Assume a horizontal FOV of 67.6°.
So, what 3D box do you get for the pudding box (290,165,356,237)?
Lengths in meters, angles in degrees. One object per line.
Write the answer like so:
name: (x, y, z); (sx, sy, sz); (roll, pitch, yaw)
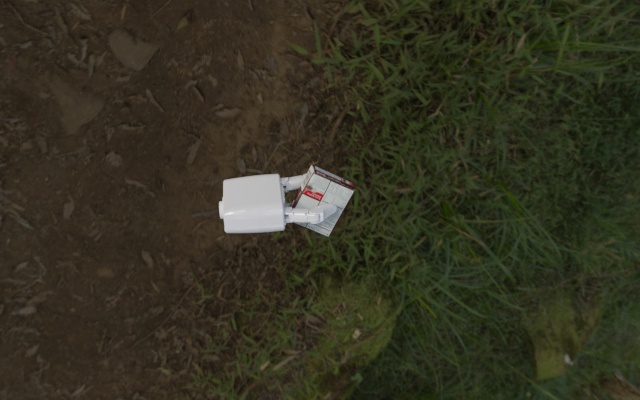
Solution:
pudding box: (0.000, 0.003, 0.892); (0.090, 0.113, 0.039); (23, 22, -16)
